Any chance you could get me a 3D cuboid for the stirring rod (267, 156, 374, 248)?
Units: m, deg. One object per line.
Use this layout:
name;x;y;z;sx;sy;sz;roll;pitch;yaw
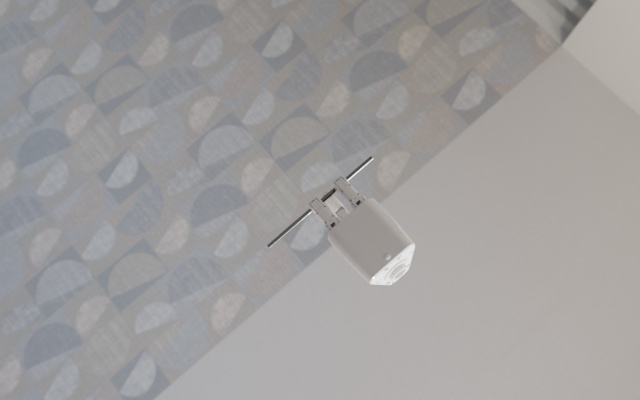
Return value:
stirring rod;0.000;0.003;0.839;0.239;0.011;0.011;-41;2;-3
